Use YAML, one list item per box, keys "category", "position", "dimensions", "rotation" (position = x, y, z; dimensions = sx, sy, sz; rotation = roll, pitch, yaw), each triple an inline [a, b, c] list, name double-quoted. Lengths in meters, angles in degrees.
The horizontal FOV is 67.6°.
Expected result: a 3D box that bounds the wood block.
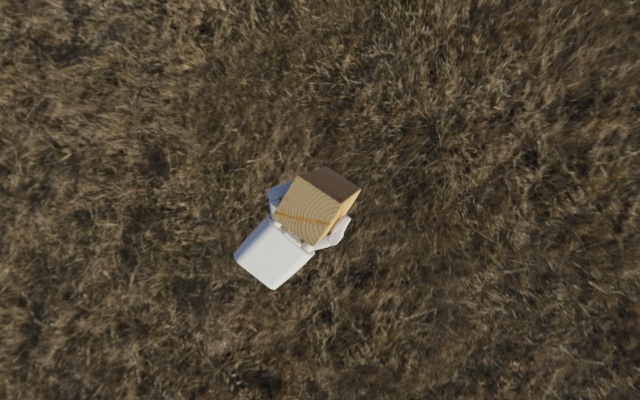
- category: "wood block"
  position: [0.000, 0.003, 0.885]
  dimensions: [0.091, 0.090, 0.206]
  rotation: [35, 15, 6]
